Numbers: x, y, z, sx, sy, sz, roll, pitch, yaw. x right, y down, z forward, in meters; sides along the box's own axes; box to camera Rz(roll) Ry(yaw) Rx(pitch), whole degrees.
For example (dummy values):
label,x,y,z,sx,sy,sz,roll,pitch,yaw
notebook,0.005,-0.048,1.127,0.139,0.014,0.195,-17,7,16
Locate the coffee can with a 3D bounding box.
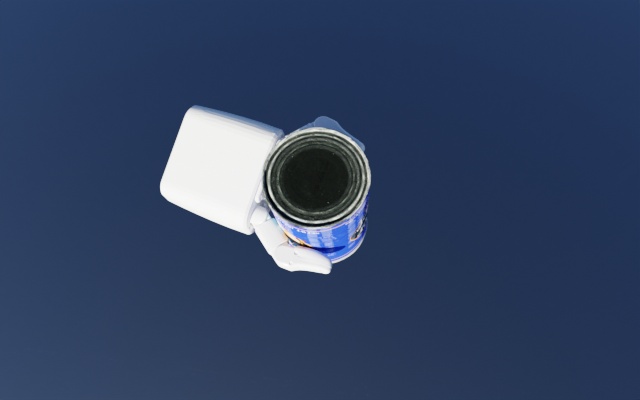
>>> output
label,x,y,z,sx,sy,sz,roll,pitch,yaw
coffee can,0.000,0.002,0.506,0.103,0.102,0.140,0,-20,4
